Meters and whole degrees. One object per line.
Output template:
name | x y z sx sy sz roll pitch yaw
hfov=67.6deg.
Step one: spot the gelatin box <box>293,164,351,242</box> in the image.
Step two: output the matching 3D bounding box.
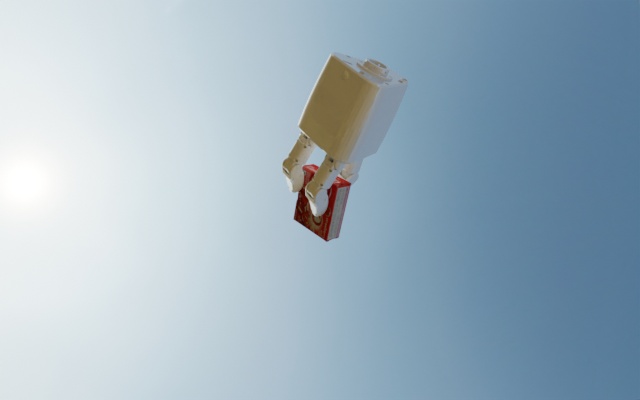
gelatin box | 0.000 0.002 0.678 0.030 0.089 0.073 -14 34 -43
